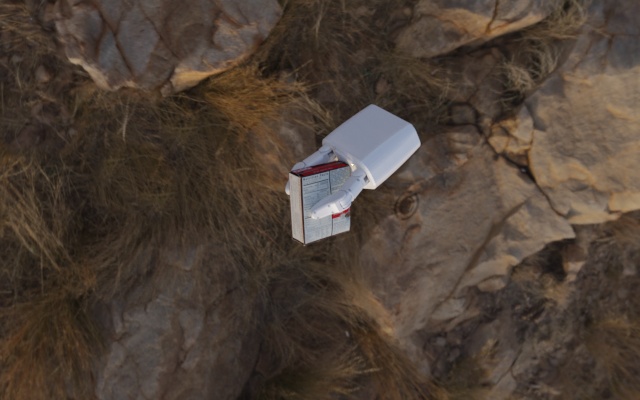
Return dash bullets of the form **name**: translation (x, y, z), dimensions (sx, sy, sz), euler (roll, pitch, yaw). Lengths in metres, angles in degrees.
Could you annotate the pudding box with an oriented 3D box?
- **pudding box**: translation (0.000, 0.002, 0.721), dimensions (0.090, 0.113, 0.039), euler (-15, 23, -30)
